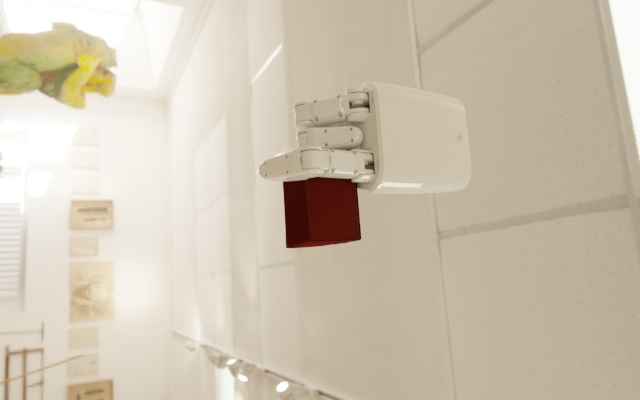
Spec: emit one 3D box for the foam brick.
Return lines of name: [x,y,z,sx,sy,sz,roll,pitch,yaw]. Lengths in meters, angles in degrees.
foam brick: [0.000,0.002,0.426,0.051,0.078,0.053,1,-10,-27]
